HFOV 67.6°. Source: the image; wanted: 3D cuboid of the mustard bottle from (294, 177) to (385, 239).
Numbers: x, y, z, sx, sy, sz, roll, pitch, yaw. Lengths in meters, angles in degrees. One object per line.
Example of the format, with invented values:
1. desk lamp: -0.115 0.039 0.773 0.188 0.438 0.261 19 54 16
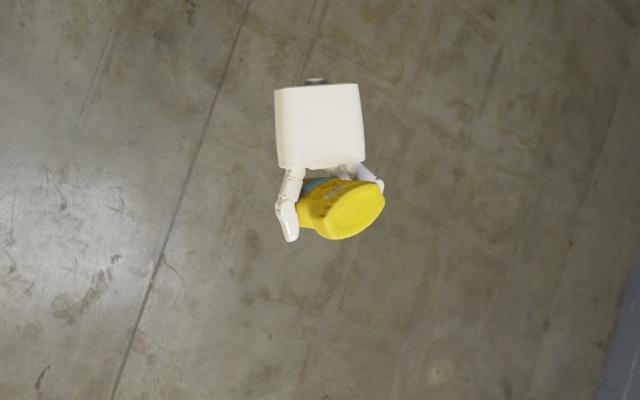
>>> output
1. mustard bottle: 0.000 0.003 0.683 0.096 0.058 0.191 -36 22 -21
